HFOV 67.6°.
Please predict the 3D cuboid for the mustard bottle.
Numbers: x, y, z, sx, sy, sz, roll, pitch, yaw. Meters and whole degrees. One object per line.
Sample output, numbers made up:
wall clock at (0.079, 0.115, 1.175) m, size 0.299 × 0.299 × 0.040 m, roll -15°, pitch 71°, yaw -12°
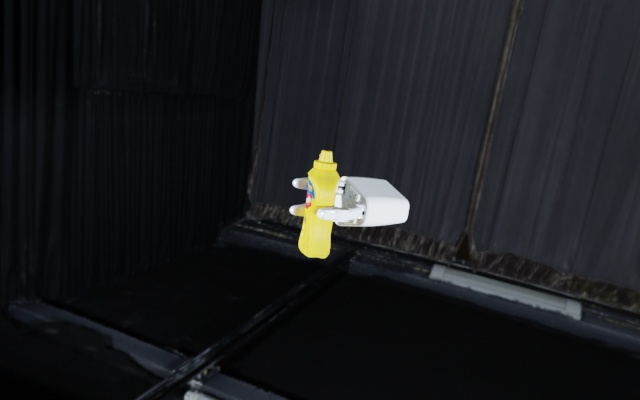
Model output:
mustard bottle at (0.000, 0.003, 0.882) m, size 0.058 × 0.192 × 0.096 m, roll 6°, pitch 13°, yaw -8°
